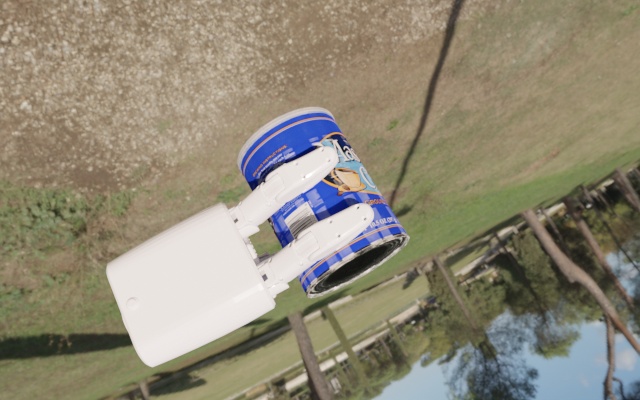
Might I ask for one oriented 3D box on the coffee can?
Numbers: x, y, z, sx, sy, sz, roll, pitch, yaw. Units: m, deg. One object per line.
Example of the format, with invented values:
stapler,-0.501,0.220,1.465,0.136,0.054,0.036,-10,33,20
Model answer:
coffee can,0.000,0.001,0.435,0.103,0.140,0.103,-27,-19,-10
